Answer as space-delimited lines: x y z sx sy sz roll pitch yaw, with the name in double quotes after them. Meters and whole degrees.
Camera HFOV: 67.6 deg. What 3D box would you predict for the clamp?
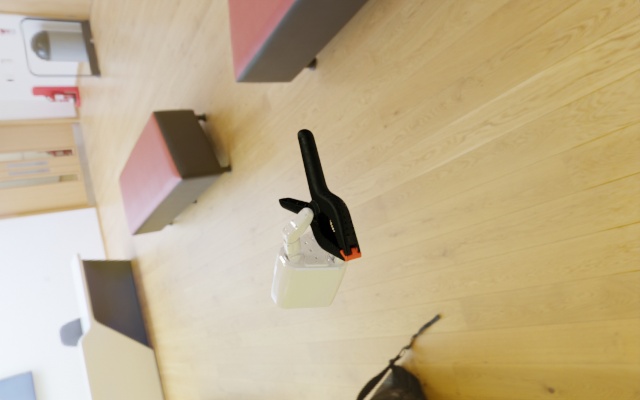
0.000 0.003 0.732 0.036 0.165 0.210 -13 45 -30 "clamp"
